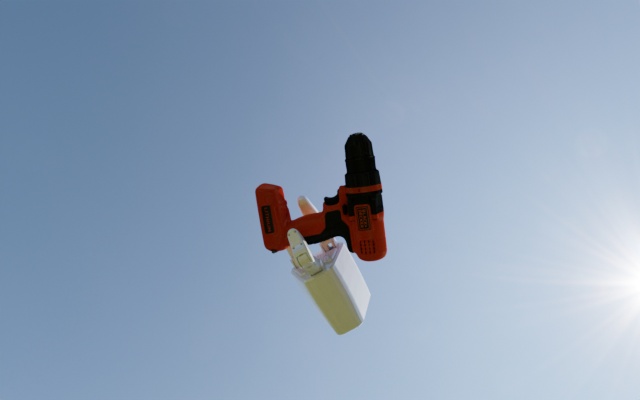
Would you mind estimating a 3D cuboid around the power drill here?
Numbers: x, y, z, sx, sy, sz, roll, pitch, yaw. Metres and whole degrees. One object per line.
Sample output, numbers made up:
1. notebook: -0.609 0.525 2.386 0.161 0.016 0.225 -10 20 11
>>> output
1. power drill: 0.000 0.003 0.702 0.187 0.184 0.057 -6 6 22
